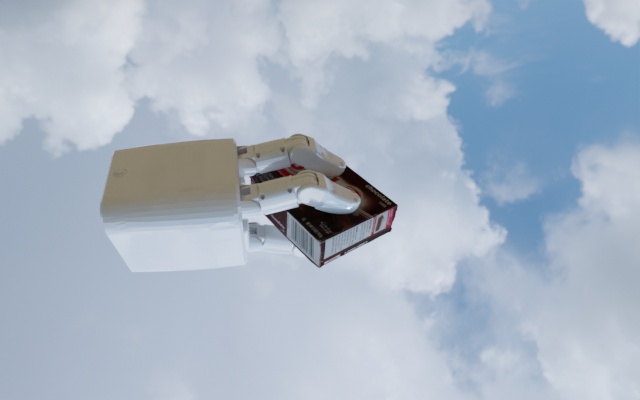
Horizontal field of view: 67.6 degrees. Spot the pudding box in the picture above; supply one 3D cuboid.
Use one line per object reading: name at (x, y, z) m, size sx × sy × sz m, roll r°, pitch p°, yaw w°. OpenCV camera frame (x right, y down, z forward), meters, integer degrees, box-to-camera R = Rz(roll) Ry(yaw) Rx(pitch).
pudding box at (0.000, 0.002, 0.446) m, size 0.090 × 0.039 × 0.113 m, roll -24°, pitch 50°, yaw -30°
